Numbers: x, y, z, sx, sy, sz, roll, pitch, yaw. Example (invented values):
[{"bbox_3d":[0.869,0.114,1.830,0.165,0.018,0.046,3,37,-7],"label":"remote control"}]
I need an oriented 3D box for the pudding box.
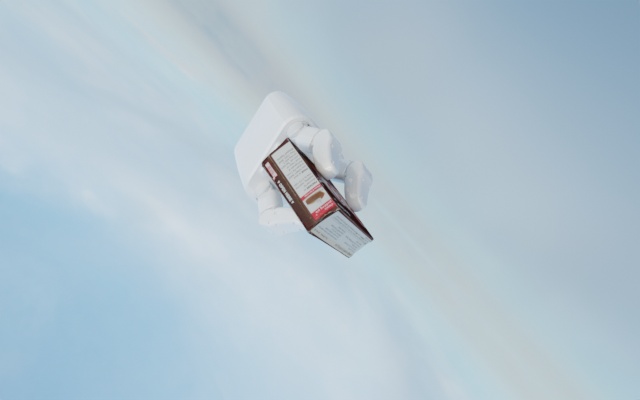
[{"bbox_3d":[0.000,0.002,0.460,0.039,0.090,0.113,-40,-27,7],"label":"pudding box"}]
